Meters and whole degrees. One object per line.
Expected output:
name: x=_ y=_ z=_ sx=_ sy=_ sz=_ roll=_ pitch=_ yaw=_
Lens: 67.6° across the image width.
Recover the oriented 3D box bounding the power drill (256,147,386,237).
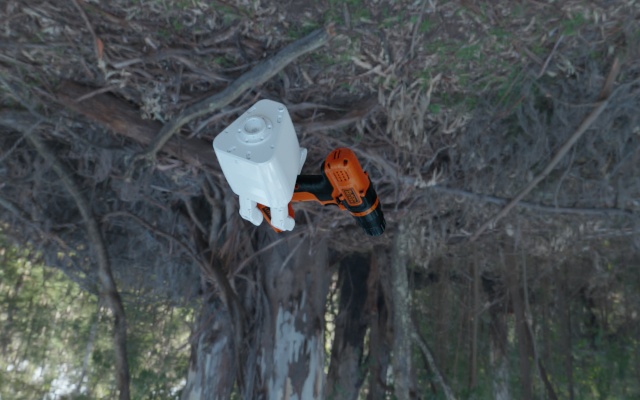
power drill: x=0.000 y=0.002 z=0.775 sx=0.187 sy=0.057 sz=0.184 roll=-10 pitch=-48 yaw=23
